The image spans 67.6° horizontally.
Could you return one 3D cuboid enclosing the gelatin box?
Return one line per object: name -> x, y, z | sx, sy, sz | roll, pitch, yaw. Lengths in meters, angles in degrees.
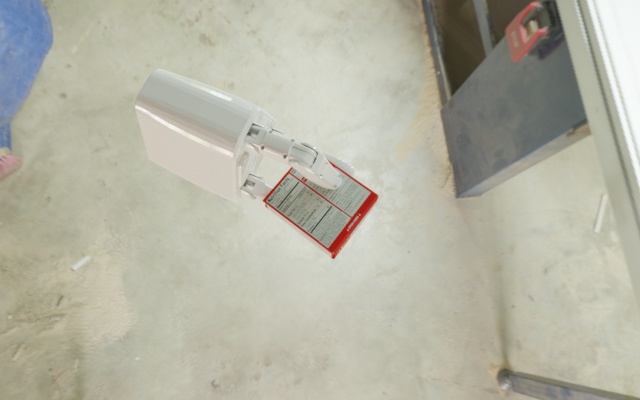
gelatin box -> 0.000, 0.002, 0.469 | 0.089, 0.073, 0.030 | 36, -13, 12
